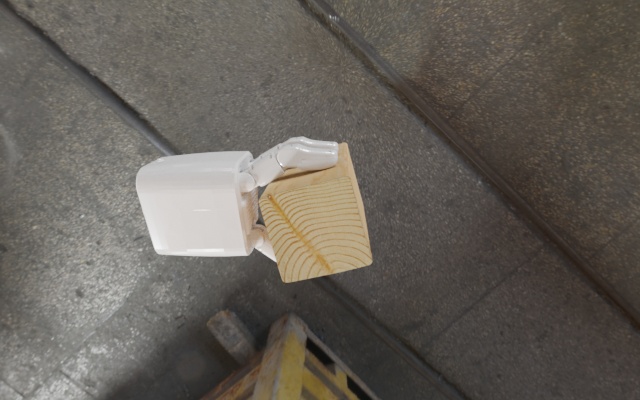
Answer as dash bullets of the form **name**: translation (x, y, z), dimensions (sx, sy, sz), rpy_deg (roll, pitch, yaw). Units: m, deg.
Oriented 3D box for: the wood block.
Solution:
- **wood block**: translation (0.000, 0.002, 0.540), dimensions (0.090, 0.091, 0.206), rpy_deg (-13, 15, 6)
